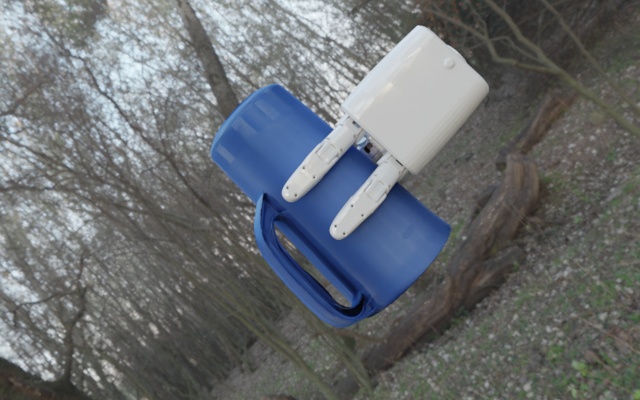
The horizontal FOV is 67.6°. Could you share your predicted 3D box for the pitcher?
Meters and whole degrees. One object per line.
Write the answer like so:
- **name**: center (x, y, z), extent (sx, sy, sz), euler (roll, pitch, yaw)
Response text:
- **pitcher**: center (0.000, 0.001, 0.496), extent (0.243, 0.145, 0.149), euler (43, 8, 1)
